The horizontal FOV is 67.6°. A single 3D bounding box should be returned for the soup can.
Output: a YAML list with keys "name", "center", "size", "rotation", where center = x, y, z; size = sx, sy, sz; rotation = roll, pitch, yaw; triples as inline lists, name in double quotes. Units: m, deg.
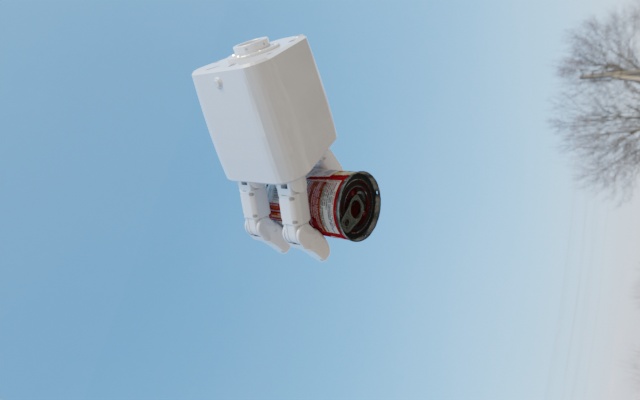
- name: "soup can"
  center: [0.000, 0.002, 0.484]
  size: [0.102, 0.068, 0.068]
  rotation: [6, 4, 40]
